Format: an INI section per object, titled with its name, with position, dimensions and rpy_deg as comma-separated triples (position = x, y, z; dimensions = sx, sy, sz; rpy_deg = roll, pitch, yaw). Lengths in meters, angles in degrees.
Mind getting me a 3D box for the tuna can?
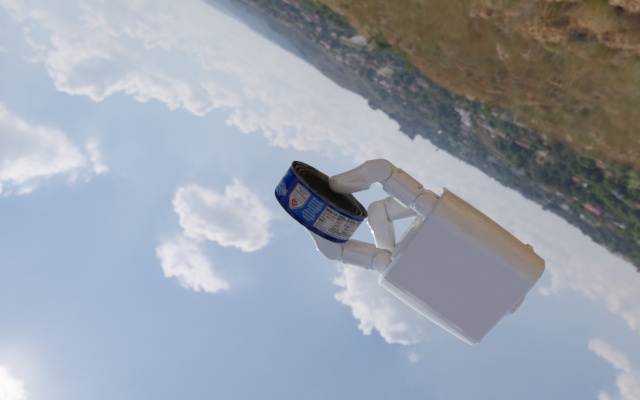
[tuna can]
position = 0.000, 0.002, 0.446
dimensions = 0.086, 0.034, 0.086
rpy_deg = 34, 14, -10
